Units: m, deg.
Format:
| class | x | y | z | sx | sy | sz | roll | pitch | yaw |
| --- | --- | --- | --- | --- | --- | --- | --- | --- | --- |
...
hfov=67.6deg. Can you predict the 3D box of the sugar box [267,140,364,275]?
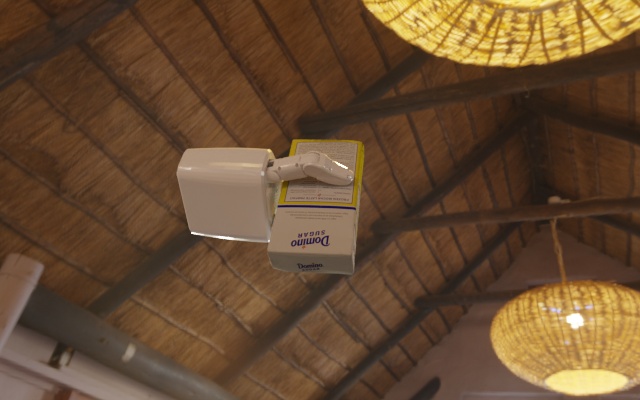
| class | x | y | z | sx | sy | sz | roll | pitch | yaw |
| --- | --- | --- | --- | --- | --- | --- | --- | --- | --- |
| sugar box | 0.000 | 0.002 | 0.565 | 0.093 | 0.176 | 0.048 | 2 | -38 | 9 |
